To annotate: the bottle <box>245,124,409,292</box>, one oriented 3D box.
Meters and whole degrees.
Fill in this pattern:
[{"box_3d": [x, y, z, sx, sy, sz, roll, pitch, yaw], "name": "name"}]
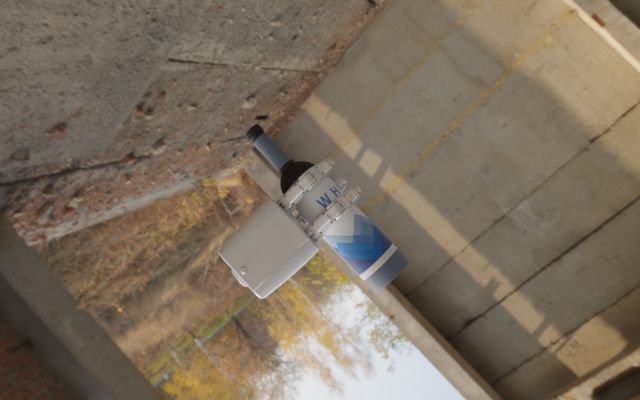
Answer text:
[{"box_3d": [0.000, 0.002, 0.692, 0.069, 0.295, 0.069, -44, -5, -5], "name": "bottle"}]
